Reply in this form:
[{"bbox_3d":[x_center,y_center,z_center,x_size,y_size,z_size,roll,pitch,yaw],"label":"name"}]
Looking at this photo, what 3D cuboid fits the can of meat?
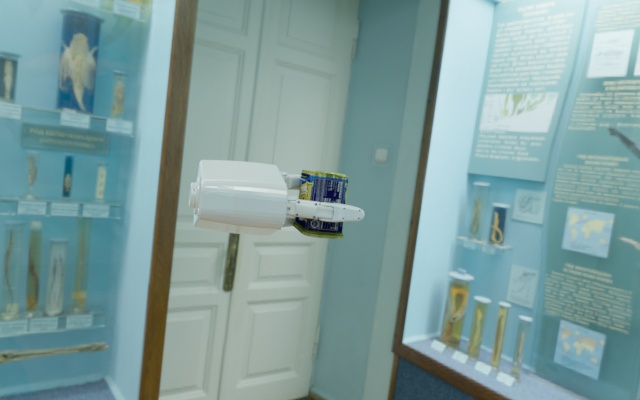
[{"bbox_3d":[0.000,0.002,0.659,0.057,0.084,0.102,5,5,-14],"label":"can of meat"}]
